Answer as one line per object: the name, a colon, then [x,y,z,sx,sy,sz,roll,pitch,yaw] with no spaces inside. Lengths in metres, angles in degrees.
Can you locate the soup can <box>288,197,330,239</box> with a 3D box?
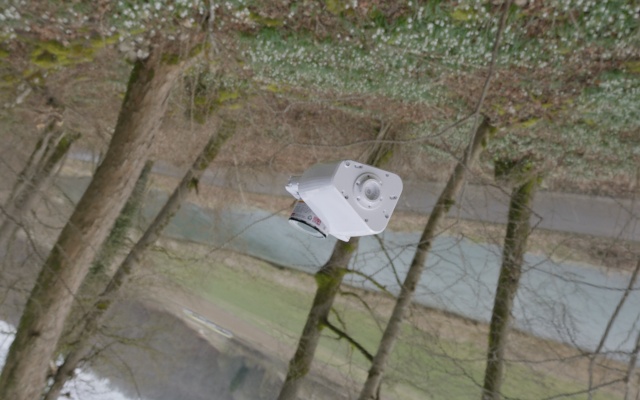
soup can: [0.000,0.003,0.761,0.068,0.102,0.068,24,-16,7]
